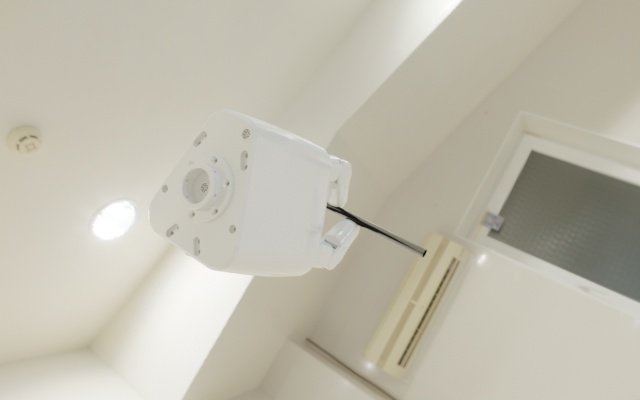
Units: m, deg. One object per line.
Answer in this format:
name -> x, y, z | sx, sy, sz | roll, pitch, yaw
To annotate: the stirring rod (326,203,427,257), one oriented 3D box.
stirring rod -> 0.000, 0.002, 0.490 | 0.239, 0.011, 0.011 | 26, 13, 29
